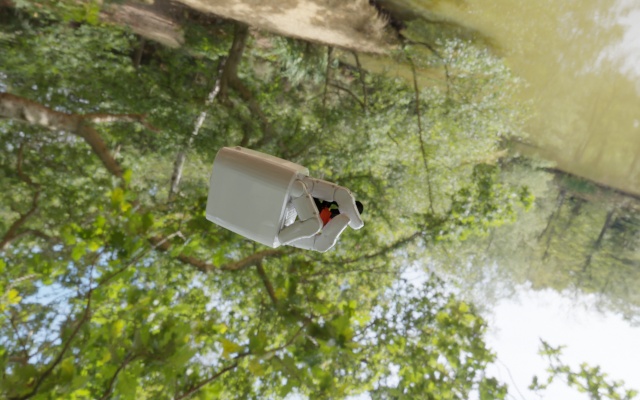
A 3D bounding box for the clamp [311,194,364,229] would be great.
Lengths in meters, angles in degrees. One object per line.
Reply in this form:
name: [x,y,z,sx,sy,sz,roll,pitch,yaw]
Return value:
clamp: [0.000,0.003,0.710,0.120,0.039,0.171,21,10,8]
